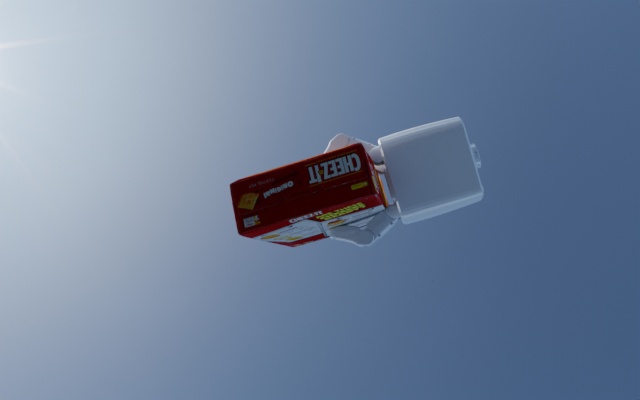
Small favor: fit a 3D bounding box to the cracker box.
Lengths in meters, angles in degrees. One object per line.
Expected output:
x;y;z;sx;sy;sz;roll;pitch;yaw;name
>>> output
0.000;0.002;0.629;0.164;0.072;0.214;-17;-13;10;cracker box
